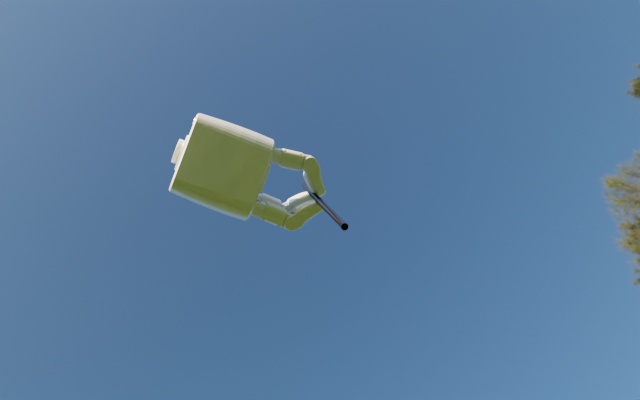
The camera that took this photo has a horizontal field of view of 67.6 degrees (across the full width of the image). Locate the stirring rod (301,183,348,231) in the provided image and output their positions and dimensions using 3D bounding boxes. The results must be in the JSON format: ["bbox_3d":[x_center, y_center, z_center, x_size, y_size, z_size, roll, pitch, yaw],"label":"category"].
[{"bbox_3d":[0.000,0.002,0.619,0.011,0.011,0.239,0,12,-13],"label":"stirring rod"}]
